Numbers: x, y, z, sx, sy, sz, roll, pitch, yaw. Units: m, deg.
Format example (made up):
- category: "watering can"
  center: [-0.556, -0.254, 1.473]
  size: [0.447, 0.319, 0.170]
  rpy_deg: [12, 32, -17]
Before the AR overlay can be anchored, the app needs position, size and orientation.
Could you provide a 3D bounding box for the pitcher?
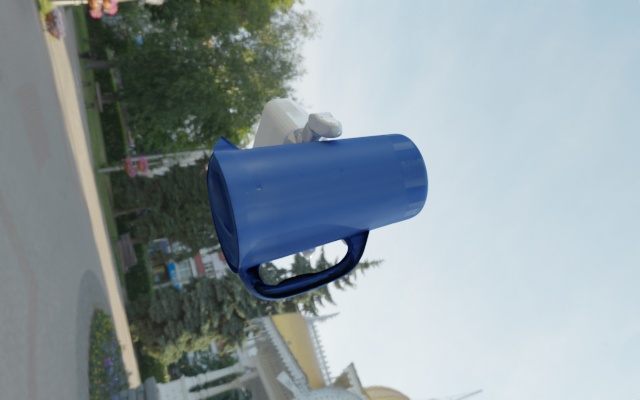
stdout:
- category: "pitcher"
  center: [0.000, 0.002, 0.551]
  size: [0.243, 0.149, 0.145]
  rpy_deg: [-12, 34, -21]
